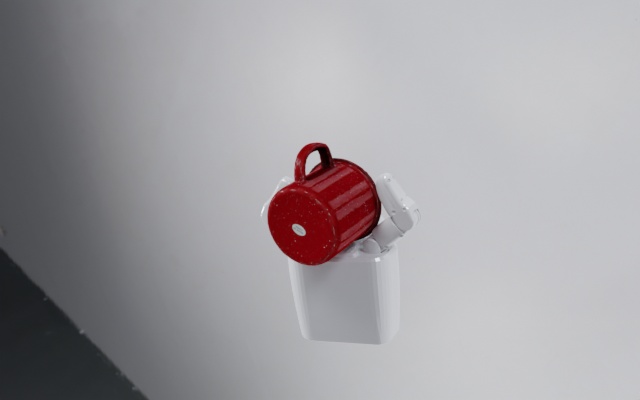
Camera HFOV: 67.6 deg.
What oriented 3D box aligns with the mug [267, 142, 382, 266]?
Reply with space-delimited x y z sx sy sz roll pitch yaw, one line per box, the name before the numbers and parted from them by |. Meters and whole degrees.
mug | 0.000 0.000 0.470 0.093 0.117 0.081 4 21 32
